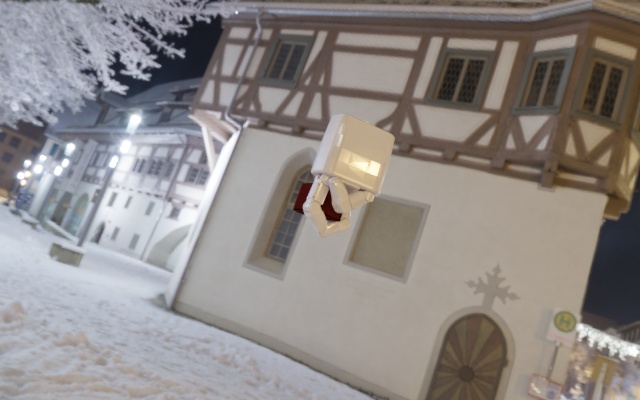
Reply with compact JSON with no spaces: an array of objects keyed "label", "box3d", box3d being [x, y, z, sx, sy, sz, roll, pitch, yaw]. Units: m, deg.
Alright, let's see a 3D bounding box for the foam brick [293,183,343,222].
[{"label":"foam brick","box3d":[0.000,0.003,0.816,0.053,0.051,0.078,24,-12,-32]}]
